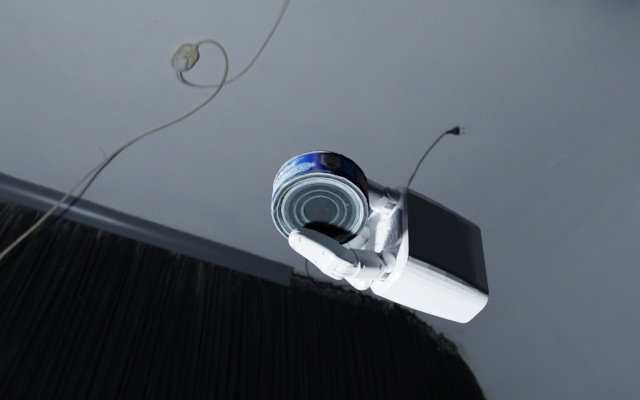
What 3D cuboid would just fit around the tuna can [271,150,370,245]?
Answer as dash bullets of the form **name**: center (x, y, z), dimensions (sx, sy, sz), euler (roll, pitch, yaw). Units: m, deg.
- **tuna can**: center (0.000, 0.002, 0.415), dimensions (0.086, 0.086, 0.033), euler (0, 37, 2)
